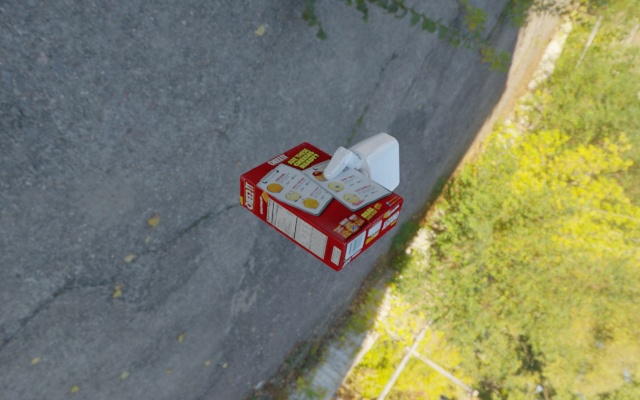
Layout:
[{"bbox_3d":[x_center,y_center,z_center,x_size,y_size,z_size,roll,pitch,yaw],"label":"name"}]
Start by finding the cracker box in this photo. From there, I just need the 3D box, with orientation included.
[{"bbox_3d":[0.000,0.002,0.778,0.213,0.072,0.164,32,43,26],"label":"cracker box"}]
